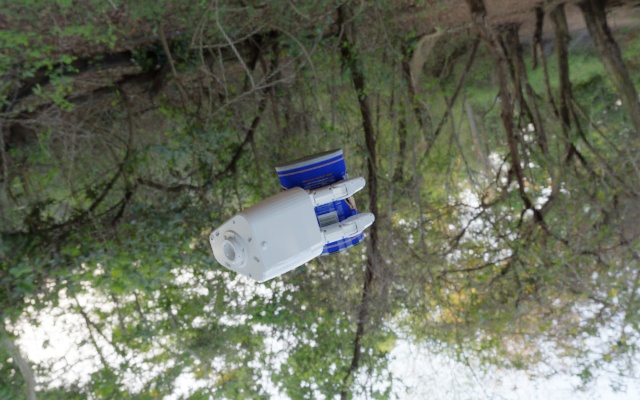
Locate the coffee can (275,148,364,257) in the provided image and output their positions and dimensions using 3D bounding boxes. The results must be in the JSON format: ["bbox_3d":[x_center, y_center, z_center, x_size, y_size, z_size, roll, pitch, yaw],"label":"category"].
[{"bbox_3d":[0.000,0.002,0.722,0.103,0.140,0.103,-15,9,2],"label":"coffee can"}]
